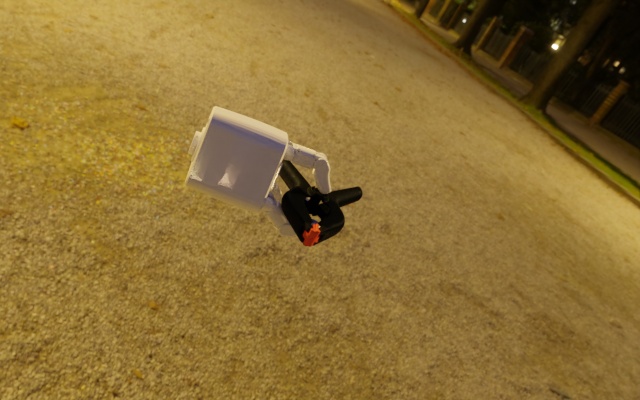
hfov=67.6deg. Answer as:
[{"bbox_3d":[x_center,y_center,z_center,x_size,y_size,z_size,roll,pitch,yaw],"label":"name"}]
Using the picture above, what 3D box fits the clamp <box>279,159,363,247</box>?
[{"bbox_3d":[0.000,0.002,0.699,0.164,0.036,0.209,20,27,-17],"label":"clamp"}]
